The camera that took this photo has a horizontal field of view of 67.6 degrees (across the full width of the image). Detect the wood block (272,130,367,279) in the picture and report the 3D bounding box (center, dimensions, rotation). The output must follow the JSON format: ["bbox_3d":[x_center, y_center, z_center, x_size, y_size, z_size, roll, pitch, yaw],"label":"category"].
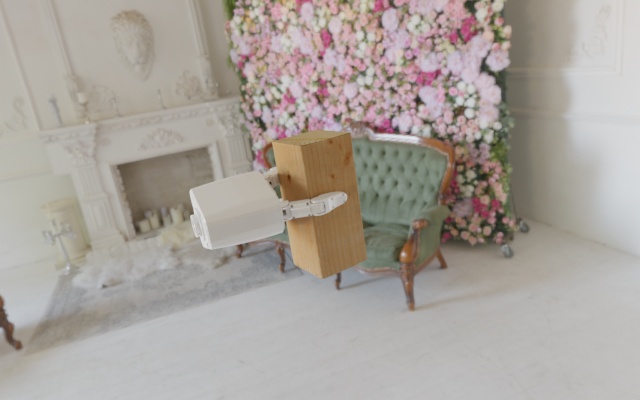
[{"bbox_3d":[0.000,0.002,0.742,0.090,0.206,0.091,-19,20,-30],"label":"wood block"}]
